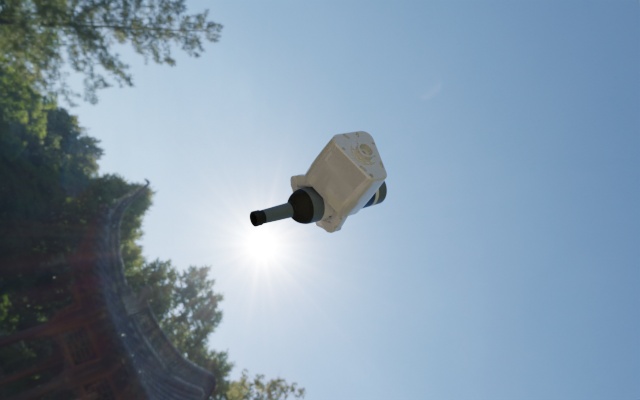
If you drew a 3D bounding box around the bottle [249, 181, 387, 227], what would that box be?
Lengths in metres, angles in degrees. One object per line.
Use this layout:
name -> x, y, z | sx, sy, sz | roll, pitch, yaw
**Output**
bottle -> 0.000, 0.003, 0.887 | 0.295, 0.069, 0.069 | -14, 9, -38
